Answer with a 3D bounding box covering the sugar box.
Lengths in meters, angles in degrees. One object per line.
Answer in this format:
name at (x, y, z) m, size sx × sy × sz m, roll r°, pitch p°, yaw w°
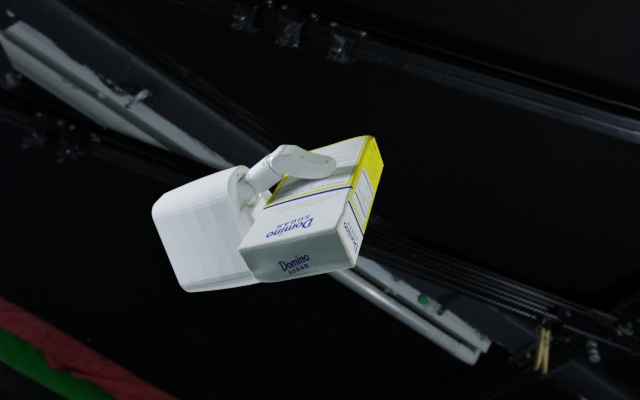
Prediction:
sugar box at (0.000, 0.002, 0.448) m, size 0.093 × 0.048 × 0.176 m, roll -14°, pitch 29°, yaw 24°
